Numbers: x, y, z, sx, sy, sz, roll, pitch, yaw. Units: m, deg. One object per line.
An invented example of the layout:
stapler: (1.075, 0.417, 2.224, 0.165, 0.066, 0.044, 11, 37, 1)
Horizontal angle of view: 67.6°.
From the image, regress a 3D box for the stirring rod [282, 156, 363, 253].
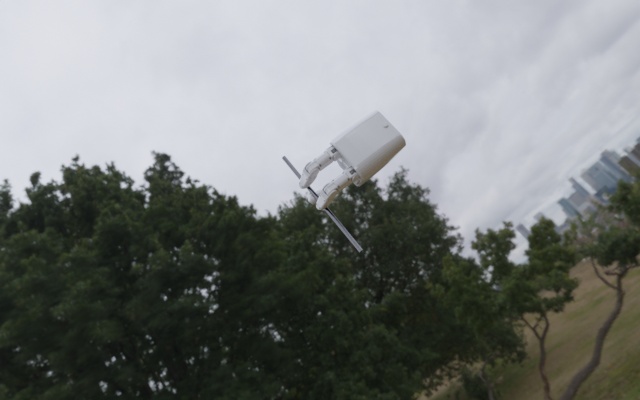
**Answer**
stirring rod: (0.000, 0.003, 0.882, 0.011, 0.239, 0.011, -34, -21, -15)
